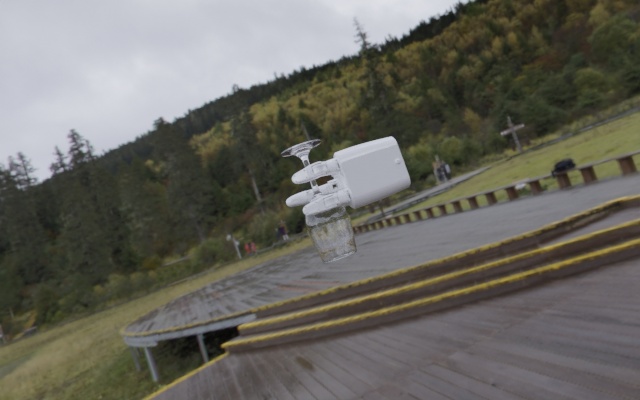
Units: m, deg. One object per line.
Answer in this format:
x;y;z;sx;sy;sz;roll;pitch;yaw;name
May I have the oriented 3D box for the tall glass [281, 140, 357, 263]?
0.000;0.002;0.816;0.079;0.201;0.079;-19;-3;-1;tall glass
